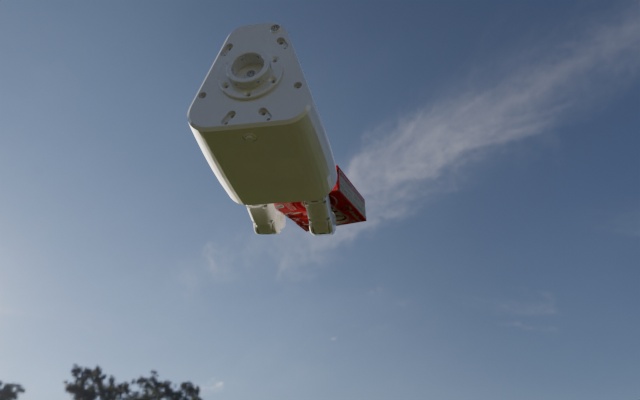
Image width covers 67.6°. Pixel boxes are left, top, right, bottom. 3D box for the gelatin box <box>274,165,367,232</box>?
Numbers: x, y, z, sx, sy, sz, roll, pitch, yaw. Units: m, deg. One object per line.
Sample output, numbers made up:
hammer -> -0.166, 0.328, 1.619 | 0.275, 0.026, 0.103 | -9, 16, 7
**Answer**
gelatin box -> 0.000, 0.001, 0.500 | 0.073, 0.030, 0.089 | -11, -26, 20
